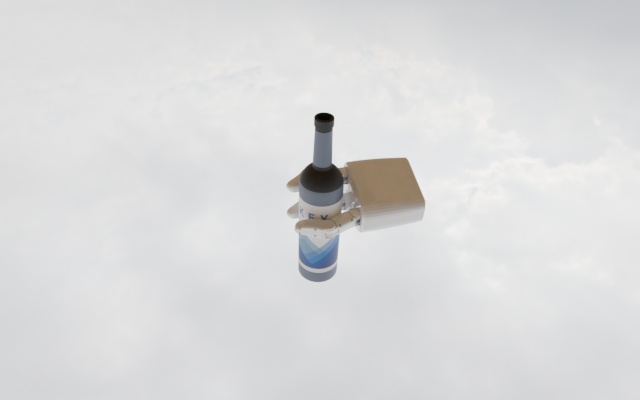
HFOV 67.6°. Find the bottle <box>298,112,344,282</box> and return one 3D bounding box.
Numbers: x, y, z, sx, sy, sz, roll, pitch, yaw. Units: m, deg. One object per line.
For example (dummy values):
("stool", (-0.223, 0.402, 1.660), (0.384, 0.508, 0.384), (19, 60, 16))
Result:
("bottle", (0.000, 0.003, 0.729), (0.069, 0.296, 0.069), (2, 39, -1))
